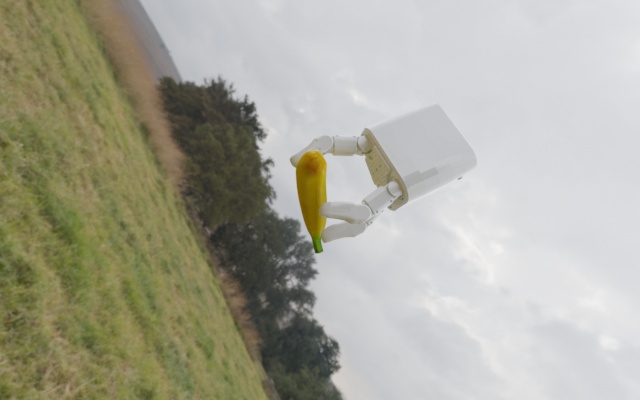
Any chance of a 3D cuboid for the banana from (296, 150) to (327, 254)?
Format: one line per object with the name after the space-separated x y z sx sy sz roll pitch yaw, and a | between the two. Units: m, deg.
-0.007 -0.010 0.597 0.037 0.069 0.198 -20 -33 -10 | banana
